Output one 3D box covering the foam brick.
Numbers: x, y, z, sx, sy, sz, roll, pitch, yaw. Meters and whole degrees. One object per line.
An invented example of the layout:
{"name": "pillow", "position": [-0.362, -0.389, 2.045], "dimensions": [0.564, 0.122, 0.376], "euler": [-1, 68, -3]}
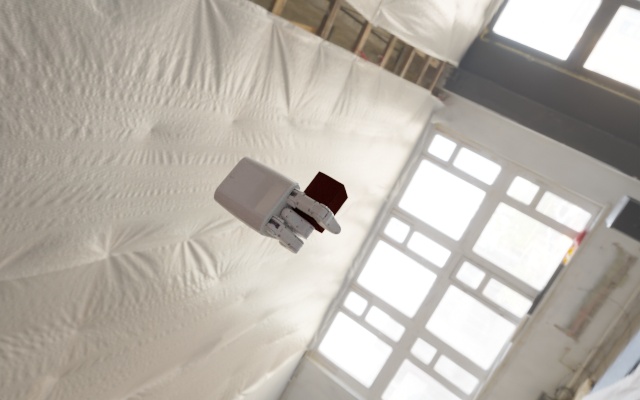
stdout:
{"name": "foam brick", "position": [0.000, 0.002, 0.767], "dimensions": [0.051, 0.078, 0.053], "euler": [31, -17, 22]}
